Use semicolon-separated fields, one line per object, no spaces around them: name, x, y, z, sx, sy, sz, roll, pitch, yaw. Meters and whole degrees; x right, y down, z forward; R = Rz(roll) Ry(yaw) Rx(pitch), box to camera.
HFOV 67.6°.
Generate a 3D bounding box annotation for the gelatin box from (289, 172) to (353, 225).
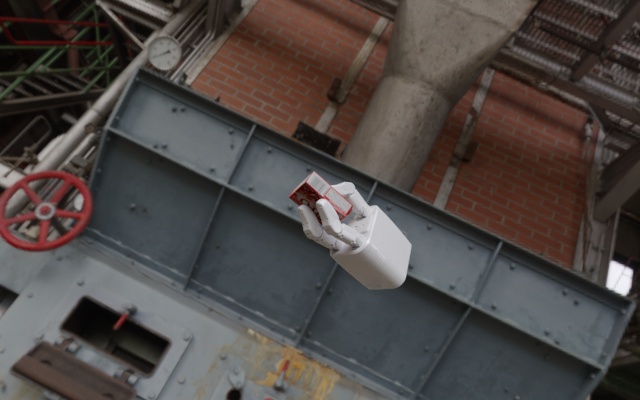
gelatin box;0.000;0.002;0.791;0.089;0.030;0.073;41;-32;-7
